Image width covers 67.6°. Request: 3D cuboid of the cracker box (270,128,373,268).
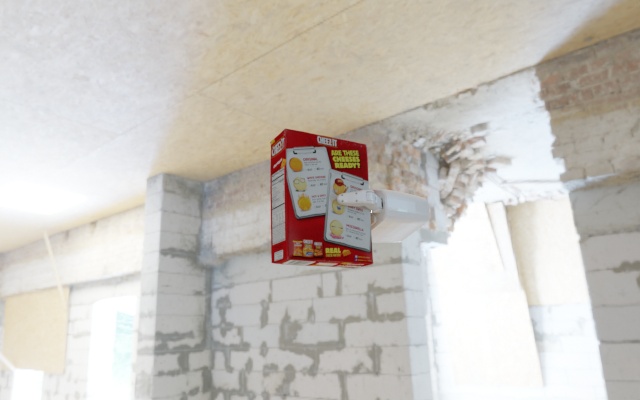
[{"bbox_3d":[0.000,0.003,0.801,0.164,0.213,0.072,7,-18,-30],"label":"cracker box"}]
